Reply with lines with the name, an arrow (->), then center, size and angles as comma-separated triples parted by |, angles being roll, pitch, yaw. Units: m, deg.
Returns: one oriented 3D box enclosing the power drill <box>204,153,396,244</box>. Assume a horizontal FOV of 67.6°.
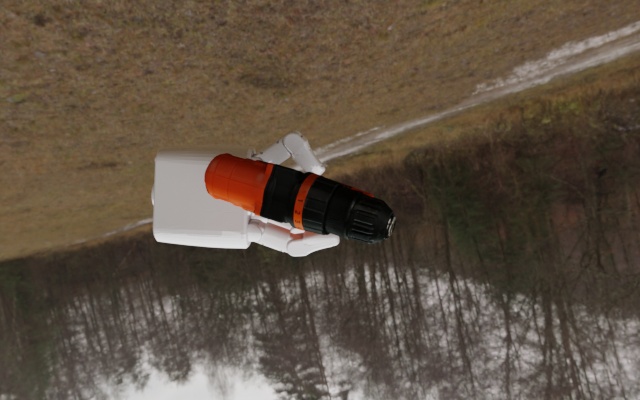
power drill -> 0.000, 0.002, 0.495 | 0.184, 0.057, 0.187 | 18, 1, 19
